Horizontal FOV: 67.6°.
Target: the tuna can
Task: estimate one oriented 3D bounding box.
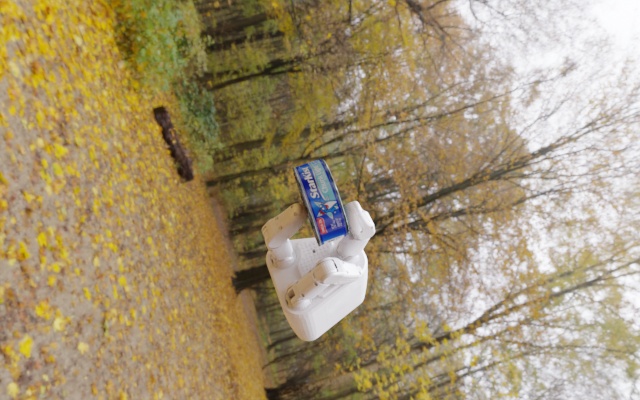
[{"bbox_3d":[0.001,0.001,0.491,0.034,0.086,0.086,-19,1,-4],"label":"tuna can"}]
